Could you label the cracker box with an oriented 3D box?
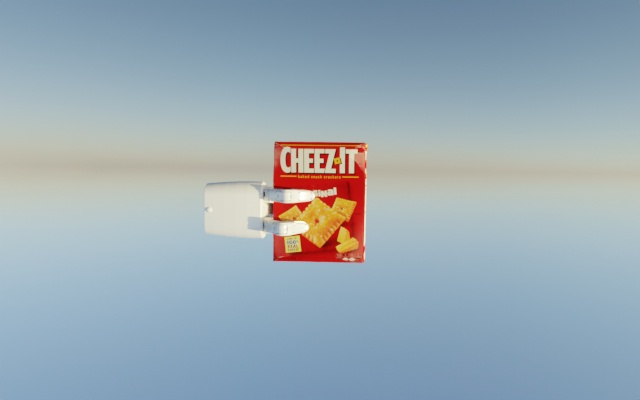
[{"bbox_3d":[0.000,0.003,0.855,0.164,0.214,0.072,1,4,6],"label":"cracker box"}]
